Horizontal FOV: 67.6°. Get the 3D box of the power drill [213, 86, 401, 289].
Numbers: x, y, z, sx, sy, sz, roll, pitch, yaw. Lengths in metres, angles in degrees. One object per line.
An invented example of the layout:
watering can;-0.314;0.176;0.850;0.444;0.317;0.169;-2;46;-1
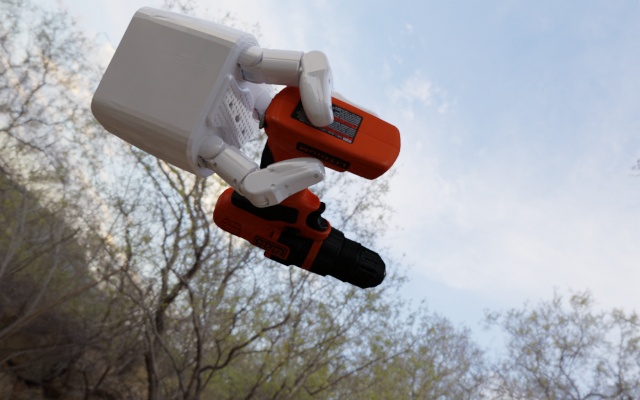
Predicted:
power drill;0.000;0.001;0.427;0.184;0.057;0.188;23;-42;-3
